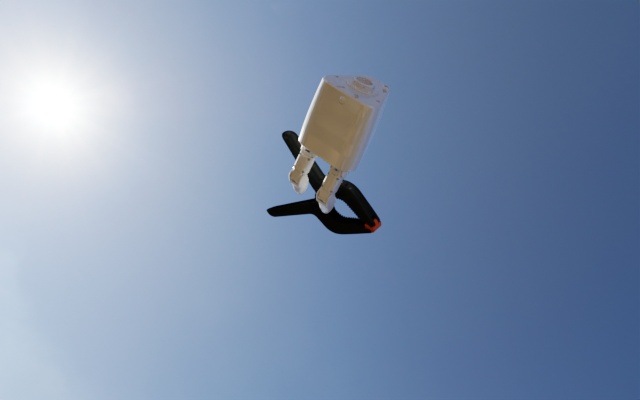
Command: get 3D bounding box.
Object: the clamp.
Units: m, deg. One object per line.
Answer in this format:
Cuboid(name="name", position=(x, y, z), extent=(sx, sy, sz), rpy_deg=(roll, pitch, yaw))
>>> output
Cuboid(name="clamp", position=(0.001, 0.002, 0.785), extent=(0.210, 0.165, 0.036), rpy_deg=(34, 37, 17))
